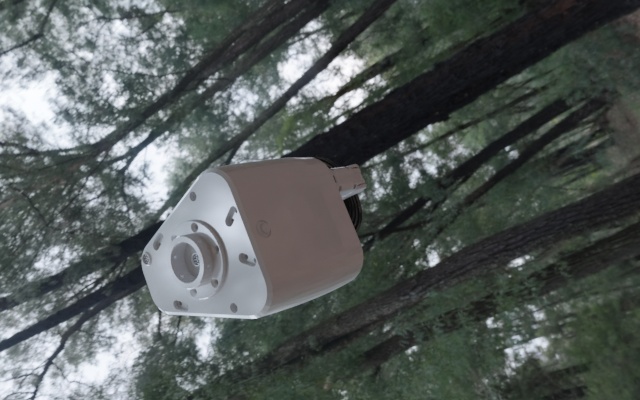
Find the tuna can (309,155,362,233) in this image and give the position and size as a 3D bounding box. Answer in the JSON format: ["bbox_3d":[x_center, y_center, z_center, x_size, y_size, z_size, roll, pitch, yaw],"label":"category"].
[{"bbox_3d":[0.000,0.002,0.463,0.034,0.086,0.086,-31,-19,34],"label":"tuna can"}]
